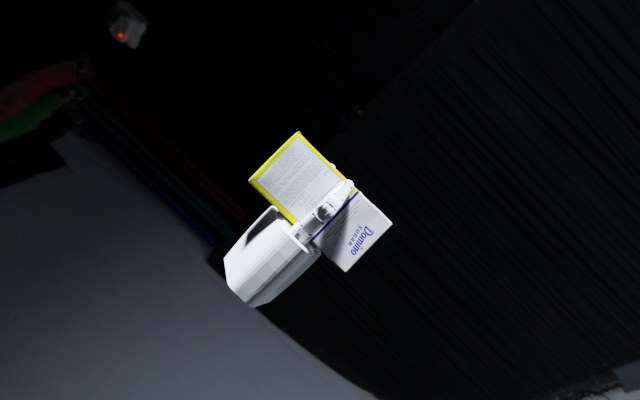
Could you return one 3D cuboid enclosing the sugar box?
[{"bbox_3d":[0.000,0.002,0.637,0.176,0.093,0.048,45,0,-7],"label":"sugar box"}]
